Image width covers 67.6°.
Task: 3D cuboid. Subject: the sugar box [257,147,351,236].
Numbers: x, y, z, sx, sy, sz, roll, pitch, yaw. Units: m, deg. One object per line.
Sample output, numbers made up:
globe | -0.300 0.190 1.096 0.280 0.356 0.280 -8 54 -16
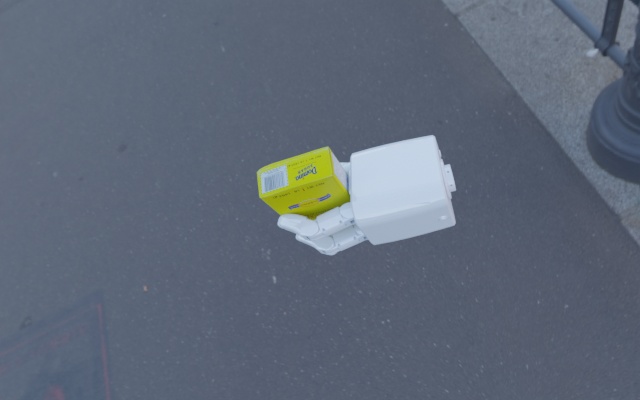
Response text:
sugar box | 0.000 0.002 0.610 0.093 0.048 0.176 -16 -30 16
